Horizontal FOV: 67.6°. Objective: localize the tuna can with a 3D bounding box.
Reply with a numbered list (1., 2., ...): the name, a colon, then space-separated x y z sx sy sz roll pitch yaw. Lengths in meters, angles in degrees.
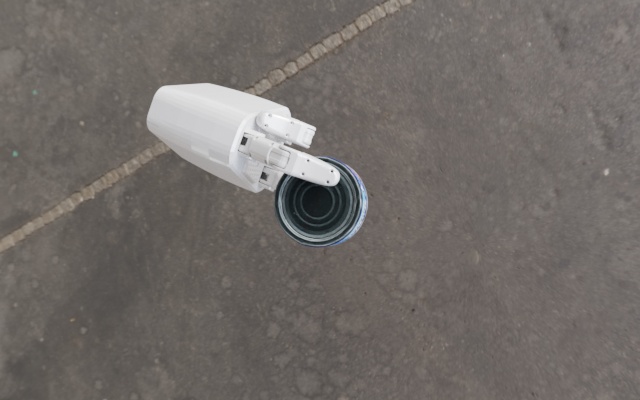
1. tuna can: 0.000 0.001 0.450 0.086 0.086 0.034 0 -2 13
